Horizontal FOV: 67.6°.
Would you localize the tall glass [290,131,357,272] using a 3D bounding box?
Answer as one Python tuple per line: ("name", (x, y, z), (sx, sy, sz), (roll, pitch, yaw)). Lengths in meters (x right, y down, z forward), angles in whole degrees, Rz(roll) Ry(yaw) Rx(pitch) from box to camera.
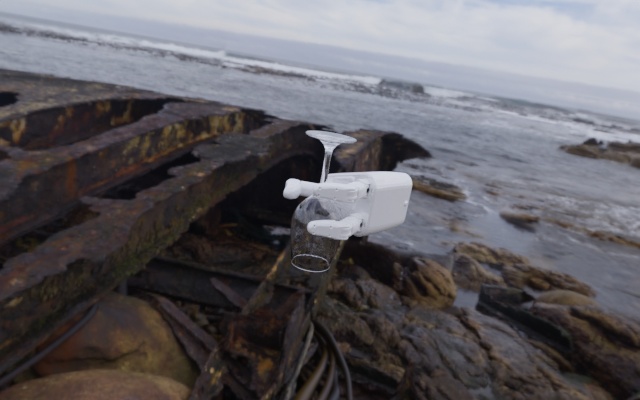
("tall glass", (0.000, 0.002, 0.710), (0.079, 0.201, 0.079), (9, 15, -2))
